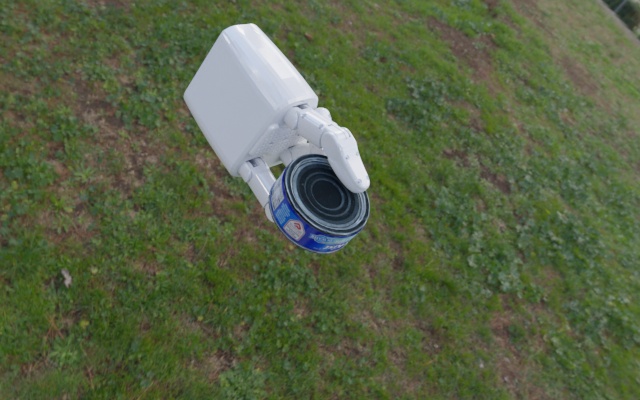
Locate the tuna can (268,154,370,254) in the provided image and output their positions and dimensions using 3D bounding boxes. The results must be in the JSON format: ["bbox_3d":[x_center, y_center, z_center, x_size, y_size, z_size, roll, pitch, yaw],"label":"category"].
[{"bbox_3d":[0.000,0.001,0.419,0.086,0.086,0.034,0,-31,-33],"label":"tuna can"}]
